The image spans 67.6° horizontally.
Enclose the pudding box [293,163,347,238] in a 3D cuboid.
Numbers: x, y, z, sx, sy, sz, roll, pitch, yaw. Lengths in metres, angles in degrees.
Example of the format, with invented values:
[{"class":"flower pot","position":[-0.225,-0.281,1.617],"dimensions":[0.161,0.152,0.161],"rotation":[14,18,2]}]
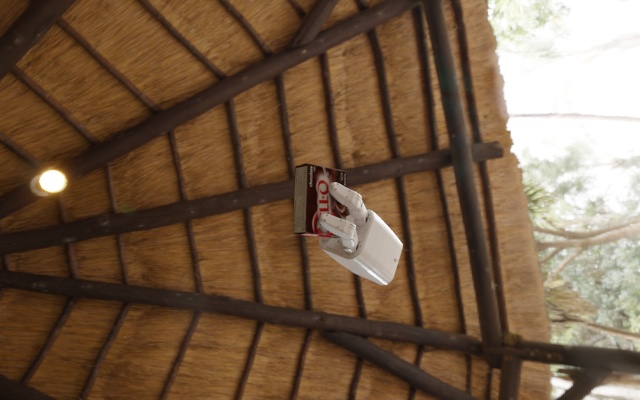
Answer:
[{"class":"pudding box","position":[0.000,0.003,0.775],"dimensions":[0.039,0.113,0.090],"rotation":[-9,-12,44]}]
